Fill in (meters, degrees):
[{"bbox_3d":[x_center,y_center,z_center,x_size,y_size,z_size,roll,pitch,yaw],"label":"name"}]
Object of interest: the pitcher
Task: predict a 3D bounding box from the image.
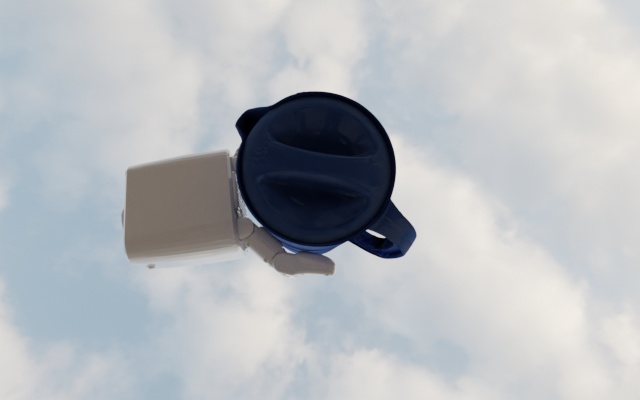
[{"bbox_3d":[0.000,0.002,0.503,0.145,0.149,0.243,-9,-11,-4],"label":"pitcher"}]
